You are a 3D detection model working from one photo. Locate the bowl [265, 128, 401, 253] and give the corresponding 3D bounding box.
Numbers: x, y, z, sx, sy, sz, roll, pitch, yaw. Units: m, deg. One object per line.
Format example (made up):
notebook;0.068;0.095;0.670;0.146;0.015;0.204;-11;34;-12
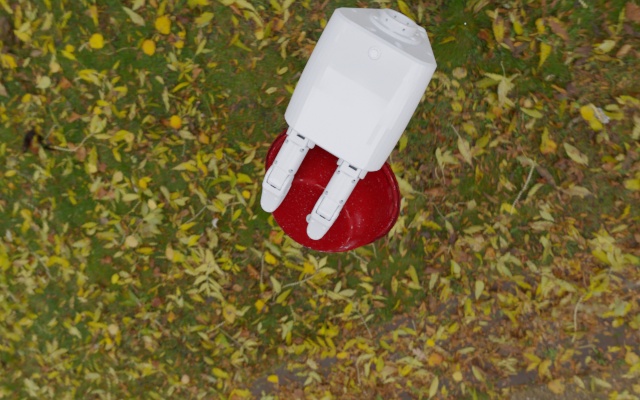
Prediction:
bowl;0.000;0.003;0.507;0.162;0.162;0.055;0;35;30
